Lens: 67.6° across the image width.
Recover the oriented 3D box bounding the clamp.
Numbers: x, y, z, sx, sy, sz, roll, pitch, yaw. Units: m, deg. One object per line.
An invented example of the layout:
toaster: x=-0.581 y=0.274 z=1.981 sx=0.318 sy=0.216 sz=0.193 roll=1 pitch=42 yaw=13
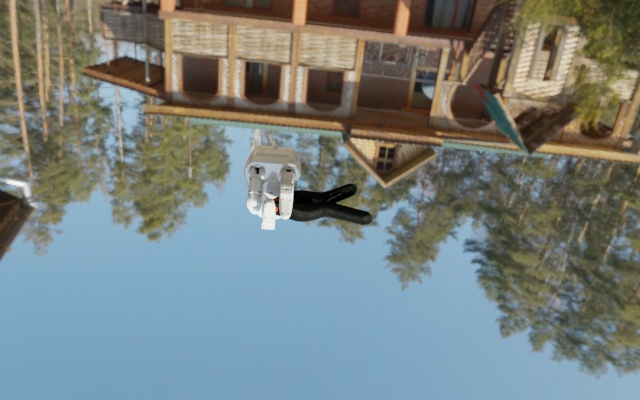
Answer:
clamp: x=0.000 y=0.003 z=0.839 sx=0.171 sy=0.039 sz=0.120 roll=4 pitch=24 yaw=-4
